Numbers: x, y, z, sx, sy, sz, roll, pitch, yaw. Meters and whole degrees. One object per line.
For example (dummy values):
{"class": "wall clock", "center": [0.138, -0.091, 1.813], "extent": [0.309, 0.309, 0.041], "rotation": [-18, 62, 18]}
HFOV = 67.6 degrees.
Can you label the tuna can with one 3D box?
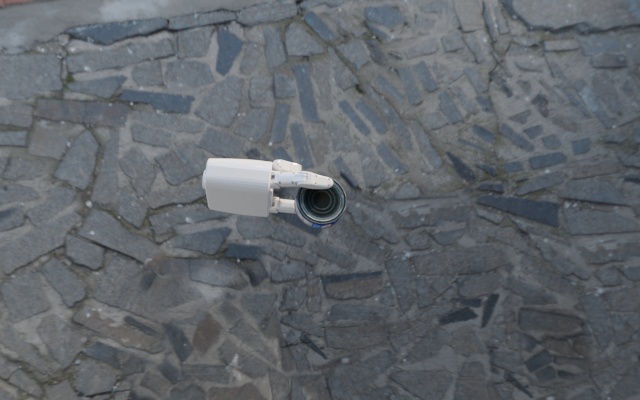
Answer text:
{"class": "tuna can", "center": [0.000, 0.002, 0.798], "extent": [0.086, 0.086, 0.034], "rotation": [0, -15, -9]}
